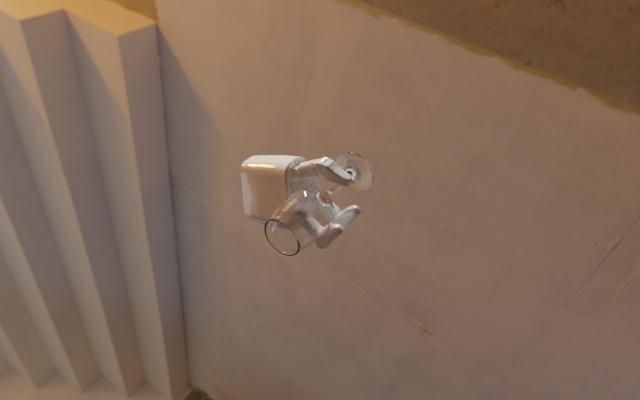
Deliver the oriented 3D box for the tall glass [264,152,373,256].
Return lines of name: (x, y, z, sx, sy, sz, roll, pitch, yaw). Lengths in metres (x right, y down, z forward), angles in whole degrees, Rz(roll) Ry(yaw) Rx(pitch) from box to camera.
tall glass: (0.001, 0.002, 0.730, 0.079, 0.079, 0.201, 0, 30, 39)
